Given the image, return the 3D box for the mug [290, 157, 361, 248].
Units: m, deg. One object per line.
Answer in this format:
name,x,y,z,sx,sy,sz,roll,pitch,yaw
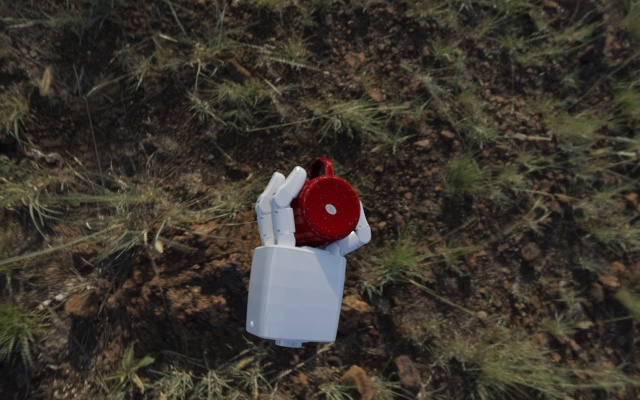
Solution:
mug,0.000,0.001,0.613,0.093,0.117,0.081,10,-11,-23
